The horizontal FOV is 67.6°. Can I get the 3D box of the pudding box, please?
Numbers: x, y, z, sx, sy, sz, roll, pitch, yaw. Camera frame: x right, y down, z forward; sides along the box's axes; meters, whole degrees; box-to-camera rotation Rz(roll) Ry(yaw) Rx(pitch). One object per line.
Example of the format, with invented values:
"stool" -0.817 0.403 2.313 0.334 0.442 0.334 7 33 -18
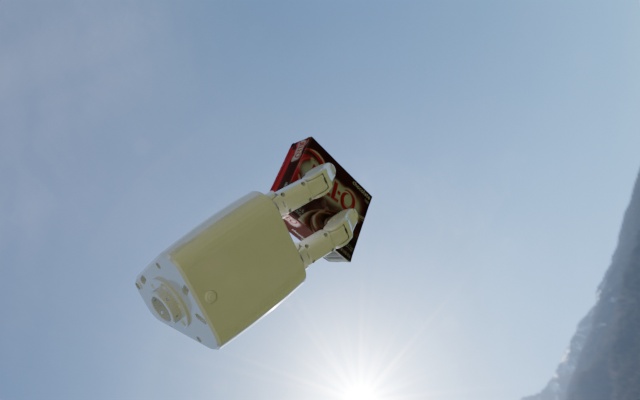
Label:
"pudding box" 0.000 0.002 0.514 0.039 0.090 0.113 -10 -42 43
